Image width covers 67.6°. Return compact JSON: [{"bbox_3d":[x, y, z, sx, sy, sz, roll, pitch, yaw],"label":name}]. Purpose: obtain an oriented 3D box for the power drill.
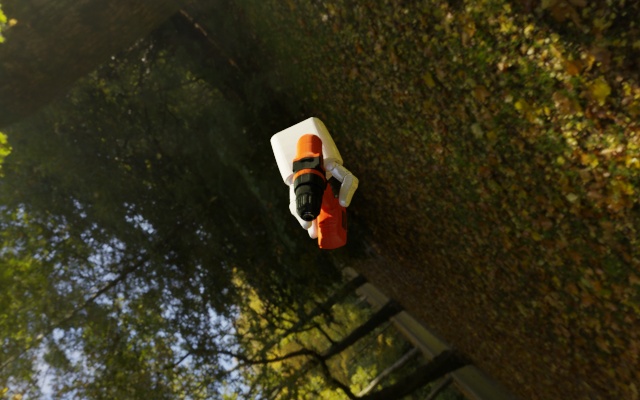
[{"bbox_3d":[0.000,0.003,0.838,0.057,0.184,0.188,-8,-42,11],"label":"power drill"}]
